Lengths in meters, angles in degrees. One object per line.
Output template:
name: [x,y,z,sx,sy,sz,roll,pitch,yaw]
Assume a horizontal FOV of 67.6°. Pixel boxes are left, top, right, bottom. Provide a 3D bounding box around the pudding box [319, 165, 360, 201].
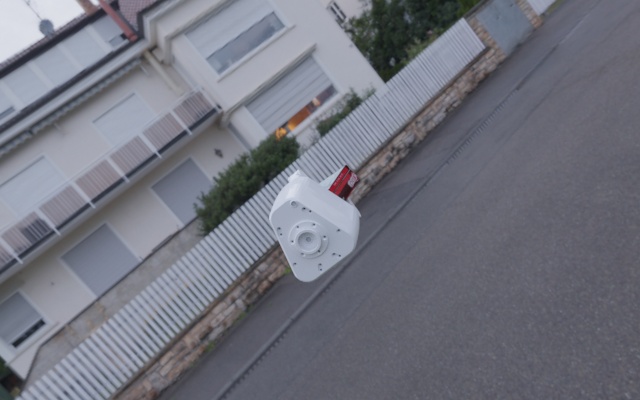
pudding box: [0.000,0.002,0.746,0.113,0.039,0.090,-32,14,41]
